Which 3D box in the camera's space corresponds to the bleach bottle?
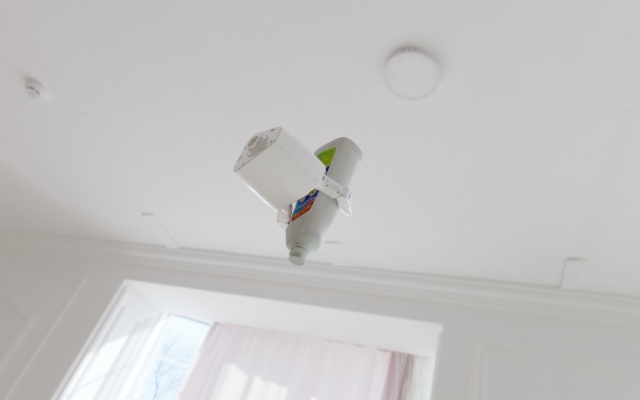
[{"bbox_3d":[0.000,0.003,0.849,0.102,0.250,0.068,-22,-53,41],"label":"bleach bottle"}]
